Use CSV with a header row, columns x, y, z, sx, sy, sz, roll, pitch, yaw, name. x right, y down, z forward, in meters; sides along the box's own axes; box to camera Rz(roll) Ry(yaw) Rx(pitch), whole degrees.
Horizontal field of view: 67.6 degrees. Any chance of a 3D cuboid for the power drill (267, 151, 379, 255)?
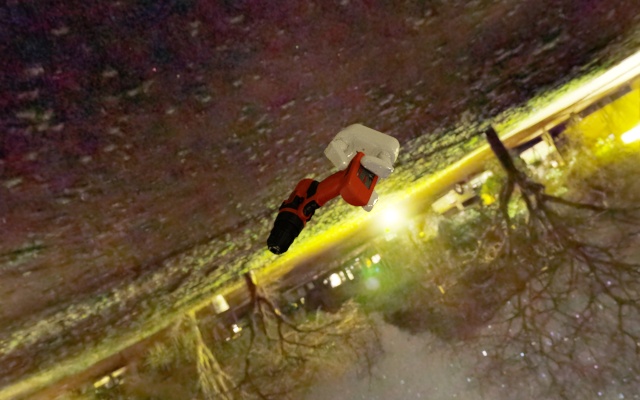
x,y,z,sx,sy,sz,roll,pitch,yaw,name
0.001,0.002,0.808,0.188,0.057,0.184,-24,27,37,power drill
